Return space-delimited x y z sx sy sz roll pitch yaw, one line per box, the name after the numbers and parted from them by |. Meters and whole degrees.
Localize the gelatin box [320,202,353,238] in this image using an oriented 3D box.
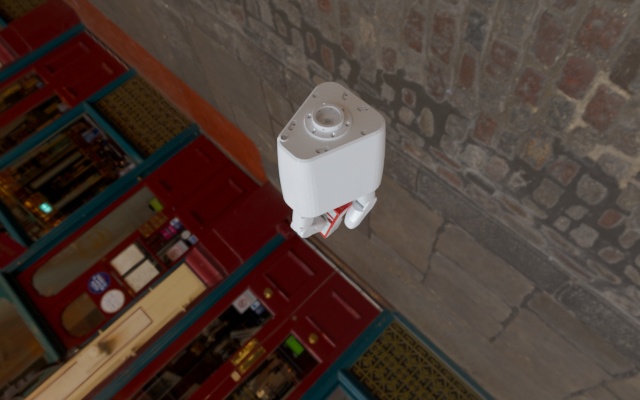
0.000 0.003 0.646 0.030 0.073 0.089 -39 -12 -25 | gelatin box
